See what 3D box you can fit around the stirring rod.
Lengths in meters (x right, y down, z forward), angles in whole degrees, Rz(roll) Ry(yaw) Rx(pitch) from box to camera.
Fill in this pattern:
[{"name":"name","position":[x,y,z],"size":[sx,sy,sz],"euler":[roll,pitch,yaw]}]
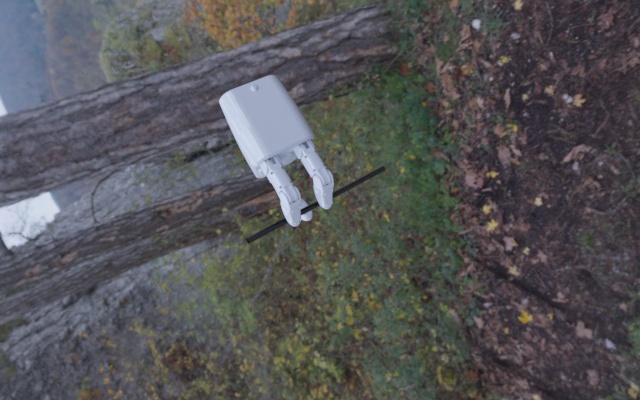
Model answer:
[{"name":"stirring rod","position":[0.000,0.002,0.684],"size":[0.239,0.011,0.011],"euler":[-28,12,-24]}]
